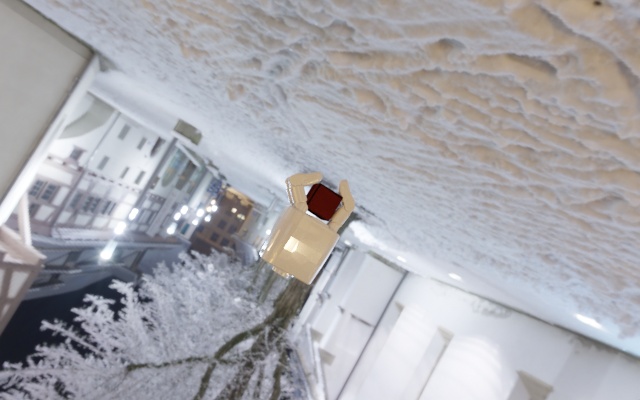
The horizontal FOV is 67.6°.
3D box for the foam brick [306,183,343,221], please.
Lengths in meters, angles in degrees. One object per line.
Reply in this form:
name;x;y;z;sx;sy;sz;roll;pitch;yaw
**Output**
foam brick;0.000;0.003;0.890;0.053;0.051;0.078;32;-6;-8
